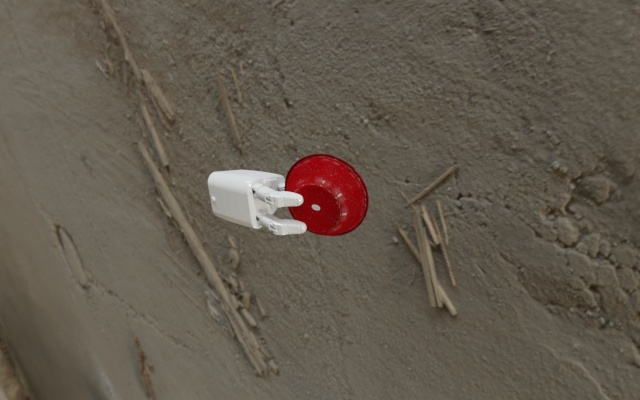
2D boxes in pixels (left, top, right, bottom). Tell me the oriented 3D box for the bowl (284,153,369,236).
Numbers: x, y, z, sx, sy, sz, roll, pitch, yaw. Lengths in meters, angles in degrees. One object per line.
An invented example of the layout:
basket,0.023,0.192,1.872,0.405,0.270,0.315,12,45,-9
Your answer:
bowl,0.001,0.003,0.833,0.162,0.162,0.055,0,25,22
